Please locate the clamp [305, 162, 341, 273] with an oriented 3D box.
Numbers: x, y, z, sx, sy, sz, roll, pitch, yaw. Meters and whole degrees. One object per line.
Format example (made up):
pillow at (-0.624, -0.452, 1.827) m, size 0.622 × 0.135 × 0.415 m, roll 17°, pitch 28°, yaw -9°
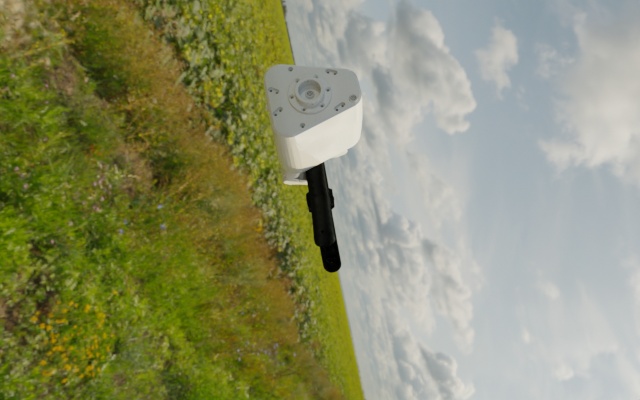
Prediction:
clamp at (0.001, 0.002, 0.618) m, size 0.039 × 0.171 × 0.120 m, roll -10°, pitch -16°, yaw -4°
